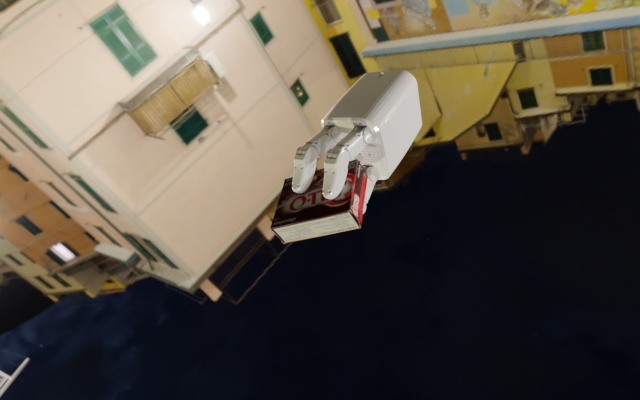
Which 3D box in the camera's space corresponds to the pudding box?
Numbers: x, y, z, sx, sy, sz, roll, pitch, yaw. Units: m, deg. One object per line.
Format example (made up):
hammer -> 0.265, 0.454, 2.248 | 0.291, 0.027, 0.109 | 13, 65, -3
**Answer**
pudding box -> 0.000, 0.002, 0.602 | 0.113, 0.090, 0.039 | -16, -50, 27
